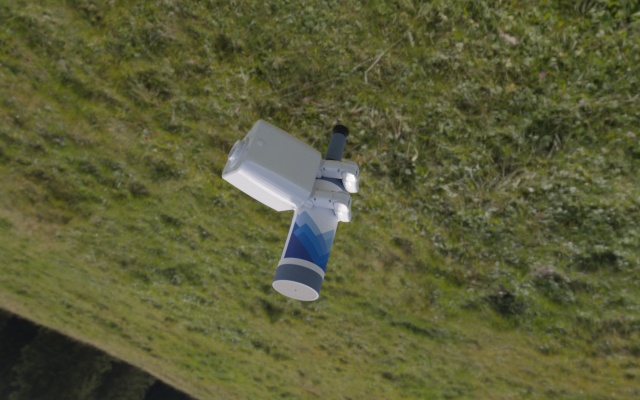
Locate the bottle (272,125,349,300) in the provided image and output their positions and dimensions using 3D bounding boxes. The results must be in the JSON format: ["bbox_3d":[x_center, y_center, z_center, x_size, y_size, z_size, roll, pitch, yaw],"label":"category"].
[{"bbox_3d":[0.000,0.003,0.730,0.069,0.295,0.069,12,-31,7],"label":"bottle"}]
